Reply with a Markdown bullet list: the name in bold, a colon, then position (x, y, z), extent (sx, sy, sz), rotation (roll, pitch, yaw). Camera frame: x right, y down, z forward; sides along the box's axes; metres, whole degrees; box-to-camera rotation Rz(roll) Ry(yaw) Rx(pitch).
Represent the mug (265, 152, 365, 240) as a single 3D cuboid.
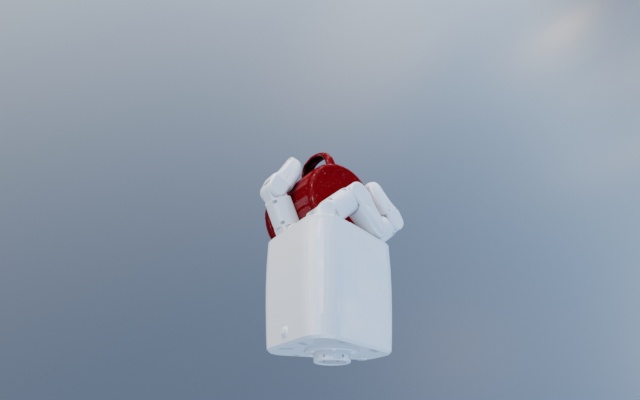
- **mug**: position (0.000, 0.000, 0.519), extent (0.093, 0.117, 0.081), rotation (16, -32, -30)
